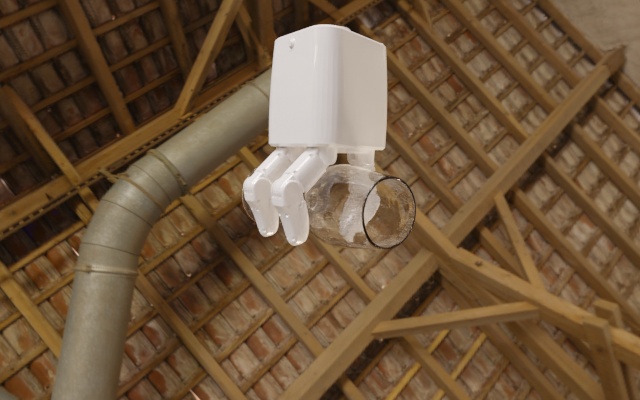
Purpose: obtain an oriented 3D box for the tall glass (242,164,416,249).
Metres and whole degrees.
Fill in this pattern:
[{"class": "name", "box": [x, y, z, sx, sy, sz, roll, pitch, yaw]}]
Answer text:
[{"class": "tall glass", "box": [0.000, 0.002, 0.477, 0.079, 0.079, 0.201, 0, 5, -36]}]
